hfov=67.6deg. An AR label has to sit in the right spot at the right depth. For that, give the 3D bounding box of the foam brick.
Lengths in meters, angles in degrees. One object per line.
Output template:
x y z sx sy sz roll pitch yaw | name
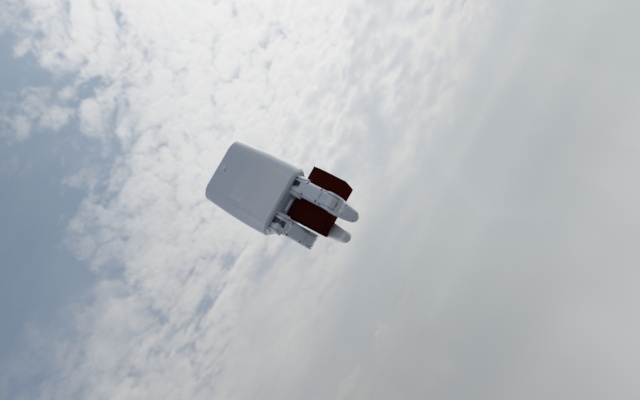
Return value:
0.000 0.002 0.646 0.051 0.078 0.053 28 -5 18 | foam brick
